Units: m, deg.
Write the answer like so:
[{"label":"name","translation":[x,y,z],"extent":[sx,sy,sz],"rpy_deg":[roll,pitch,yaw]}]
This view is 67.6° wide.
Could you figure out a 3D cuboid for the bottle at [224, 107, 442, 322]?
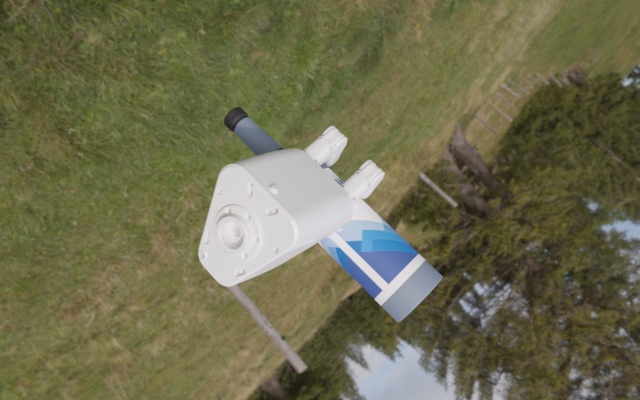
[{"label":"bottle","translation":[0.000,0.002,0.523],"extent":[0.295,0.069,0.069],"rpy_deg":[44,12,13]}]
